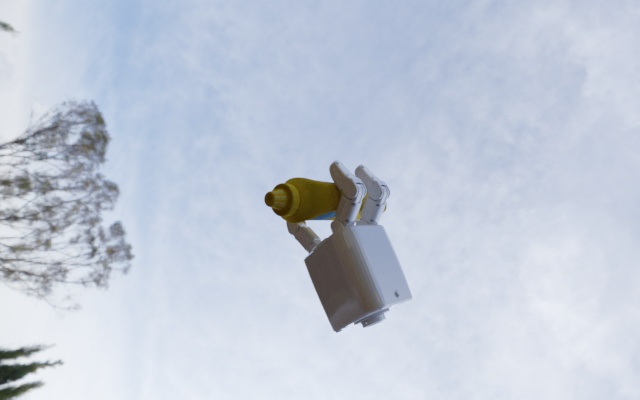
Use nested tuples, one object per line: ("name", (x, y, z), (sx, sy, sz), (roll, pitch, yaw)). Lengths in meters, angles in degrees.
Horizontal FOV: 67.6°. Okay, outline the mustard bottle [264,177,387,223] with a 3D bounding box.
("mustard bottle", (0.000, 0.002, 0.639), (0.096, 0.058, 0.191), (-7, -6, 40))
